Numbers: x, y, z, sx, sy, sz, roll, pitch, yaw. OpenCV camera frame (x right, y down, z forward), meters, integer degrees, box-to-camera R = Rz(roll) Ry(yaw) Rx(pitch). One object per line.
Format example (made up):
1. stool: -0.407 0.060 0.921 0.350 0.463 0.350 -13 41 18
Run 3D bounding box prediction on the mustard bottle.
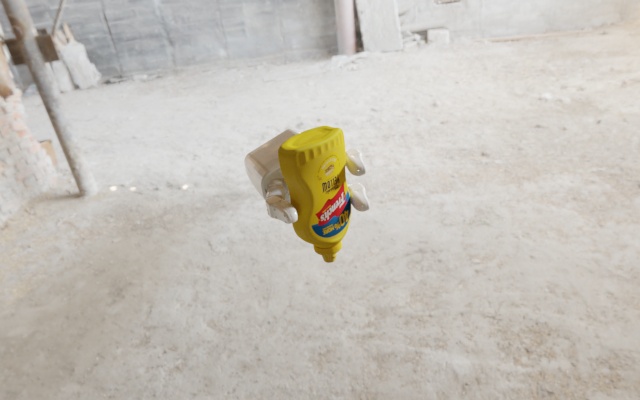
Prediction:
1. mustard bottle: 0.000 0.002 0.652 0.058 0.192 0.096 16 37 39
